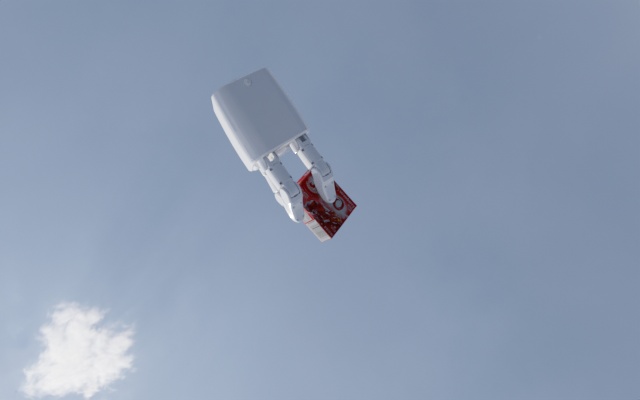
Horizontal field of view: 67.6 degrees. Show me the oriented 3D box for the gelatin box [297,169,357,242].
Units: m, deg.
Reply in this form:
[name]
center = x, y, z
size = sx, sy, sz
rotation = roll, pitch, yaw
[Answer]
[gelatin box]
center = 0.000, 0.003, 0.685
size = 0.030, 0.089, 0.073
rotation = -26, 20, 53
